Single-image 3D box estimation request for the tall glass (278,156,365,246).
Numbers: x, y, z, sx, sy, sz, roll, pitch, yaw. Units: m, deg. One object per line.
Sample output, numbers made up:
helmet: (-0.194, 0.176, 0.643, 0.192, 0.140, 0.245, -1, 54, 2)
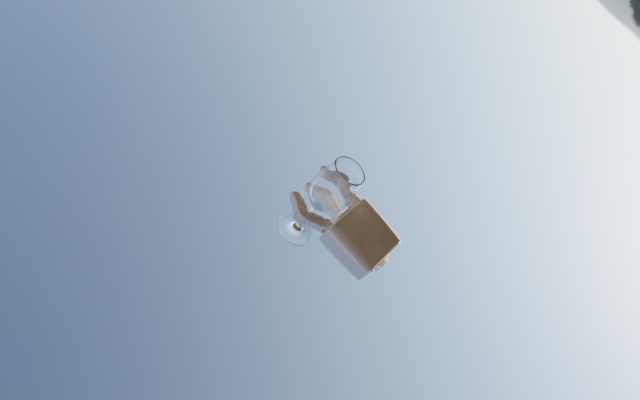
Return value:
tall glass: (0.000, 0.003, 0.877, 0.079, 0.079, 0.201, 0, -33, -37)
